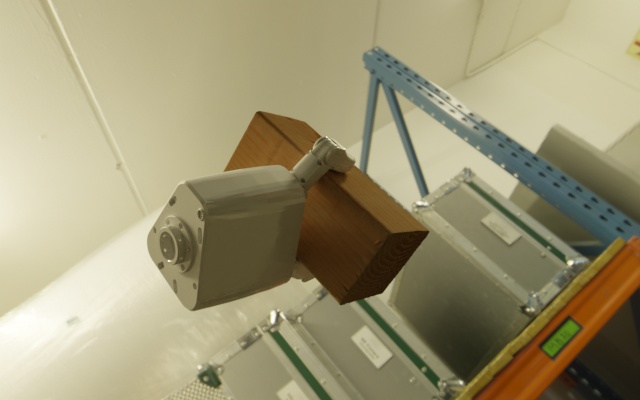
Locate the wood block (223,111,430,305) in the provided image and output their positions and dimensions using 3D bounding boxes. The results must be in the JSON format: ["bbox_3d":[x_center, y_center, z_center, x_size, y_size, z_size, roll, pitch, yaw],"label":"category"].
[{"bbox_3d":[0.000,0.001,0.512,0.206,0.091,0.090,45,23,28],"label":"wood block"}]
